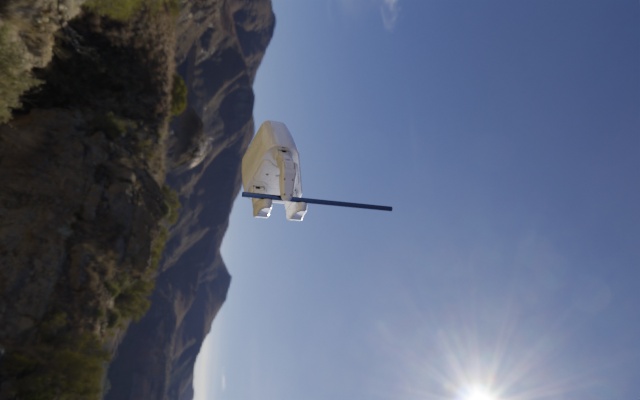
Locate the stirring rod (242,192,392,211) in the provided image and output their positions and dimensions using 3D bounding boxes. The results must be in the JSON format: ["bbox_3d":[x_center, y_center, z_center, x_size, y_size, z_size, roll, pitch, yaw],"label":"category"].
[{"bbox_3d":[0.000,0.002,0.732,0.239,0.011,0.011,6,-2,-18],"label":"stirring rod"}]
